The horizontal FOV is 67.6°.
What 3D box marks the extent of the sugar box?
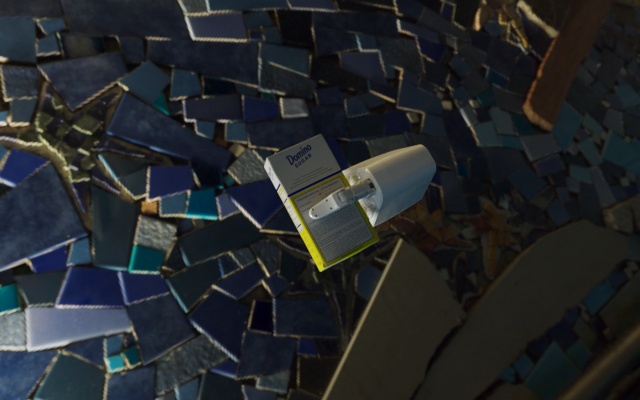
[{"bbox_3d":[0.000,0.002,0.686,0.093,0.176,0.048,-25,-10,-18],"label":"sugar box"}]
